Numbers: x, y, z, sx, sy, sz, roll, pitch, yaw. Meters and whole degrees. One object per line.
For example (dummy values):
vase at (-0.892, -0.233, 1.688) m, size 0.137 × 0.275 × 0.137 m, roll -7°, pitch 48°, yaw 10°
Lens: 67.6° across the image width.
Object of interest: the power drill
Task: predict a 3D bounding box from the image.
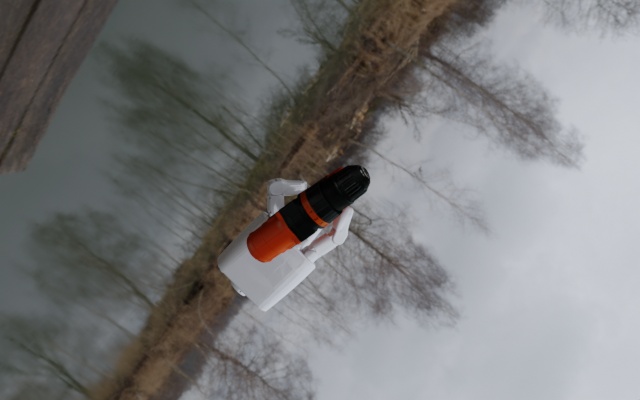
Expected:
power drill at (0.000, 0.002, 0.657) m, size 0.184 × 0.057 × 0.187 m, roll -34°, pitch 0°, yaw 18°
